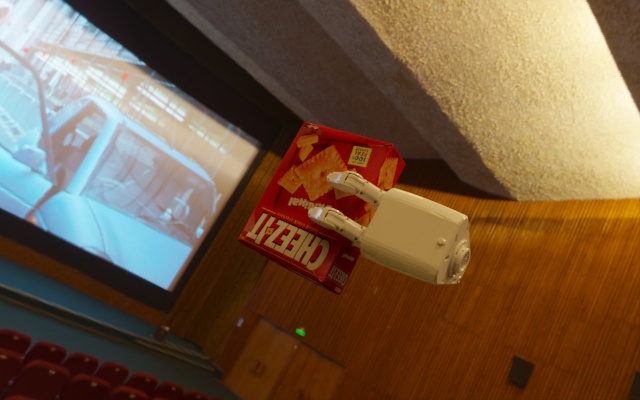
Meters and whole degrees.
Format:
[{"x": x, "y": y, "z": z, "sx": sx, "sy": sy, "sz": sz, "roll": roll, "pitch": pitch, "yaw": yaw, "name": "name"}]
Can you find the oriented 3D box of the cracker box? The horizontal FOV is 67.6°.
[{"x": 0.000, "y": 0.002, "z": 0.693, "sx": 0.164, "sy": 0.213, "sz": 0.072, "roll": 21, "pitch": -13, "yaw": 34, "name": "cracker box"}]
